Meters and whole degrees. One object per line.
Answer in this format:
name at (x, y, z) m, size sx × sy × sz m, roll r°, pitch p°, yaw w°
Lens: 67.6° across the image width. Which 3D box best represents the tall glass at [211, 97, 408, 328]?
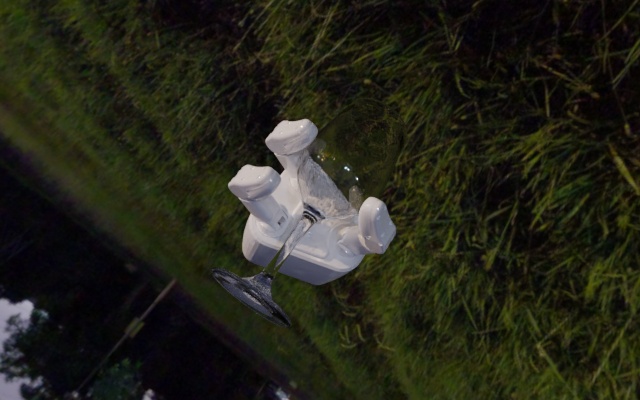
tall glass at (0.000, 0.002, 0.402) m, size 0.079 × 0.201 × 0.079 m, roll 29°, pitch -25°, yaw 15°
